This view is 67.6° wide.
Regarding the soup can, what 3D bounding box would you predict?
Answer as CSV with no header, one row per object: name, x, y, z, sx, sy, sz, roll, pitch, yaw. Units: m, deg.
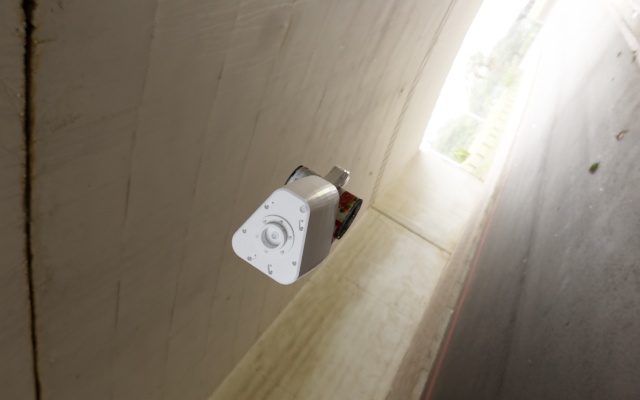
soup can,0.000,0.002,0.687,0.102,0.068,0.068,31,7,12
